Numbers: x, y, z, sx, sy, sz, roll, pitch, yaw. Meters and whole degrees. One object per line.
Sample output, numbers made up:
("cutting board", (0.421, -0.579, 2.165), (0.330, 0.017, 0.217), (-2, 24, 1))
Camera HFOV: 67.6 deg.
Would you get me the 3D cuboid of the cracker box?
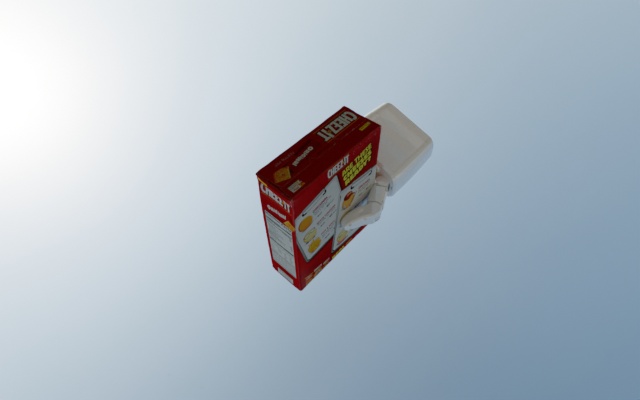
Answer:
("cracker box", (0.000, 0.002, 0.655), (0.072, 0.214, 0.164), (34, 60, 25))
